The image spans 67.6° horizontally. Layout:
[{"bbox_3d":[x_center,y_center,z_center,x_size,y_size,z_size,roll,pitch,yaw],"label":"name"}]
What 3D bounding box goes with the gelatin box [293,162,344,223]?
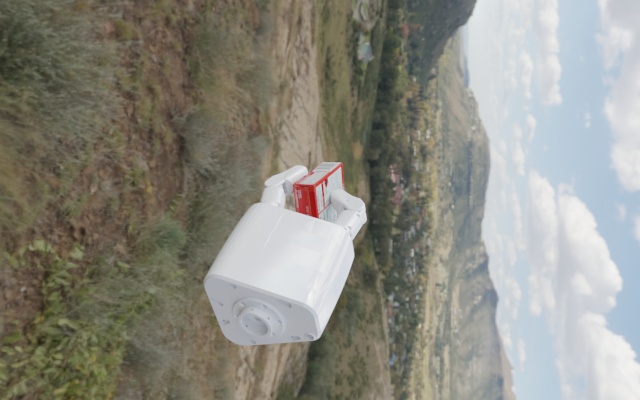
[{"bbox_3d":[0.001,0.002,0.563,0.030,0.073,0.089,4,23,23],"label":"gelatin box"}]
